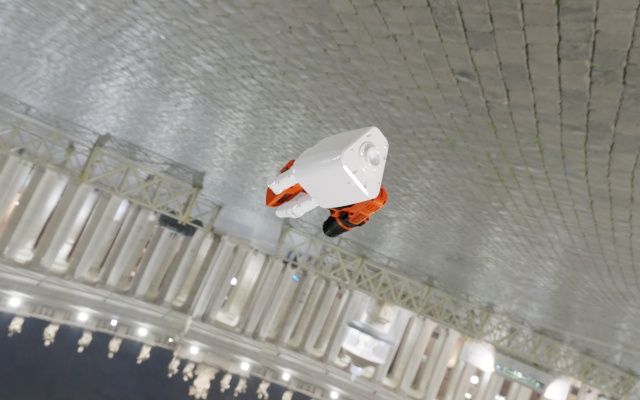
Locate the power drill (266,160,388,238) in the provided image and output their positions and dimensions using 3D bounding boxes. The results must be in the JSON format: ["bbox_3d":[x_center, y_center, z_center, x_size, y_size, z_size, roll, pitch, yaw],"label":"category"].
[{"bbox_3d":[0.000,0.003,0.864,0.188,0.057,0.184,18,-35,-24],"label":"power drill"}]
